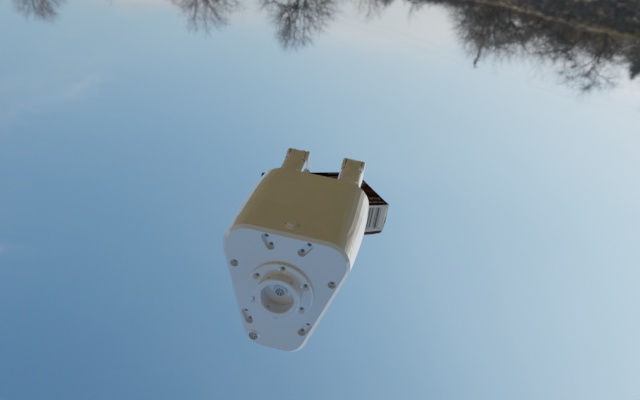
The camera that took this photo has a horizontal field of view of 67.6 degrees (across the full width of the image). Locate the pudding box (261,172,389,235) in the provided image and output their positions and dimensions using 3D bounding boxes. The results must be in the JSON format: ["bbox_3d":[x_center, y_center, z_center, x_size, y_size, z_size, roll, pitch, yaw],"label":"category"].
[{"bbox_3d":[0.000,0.002,0.496,0.113,0.039,0.090,0,25,-20],"label":"pudding box"}]
